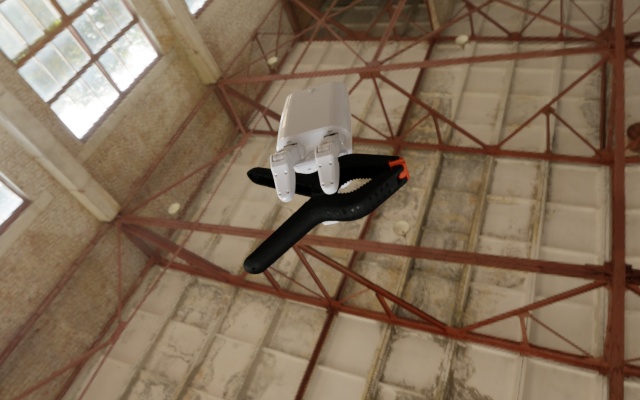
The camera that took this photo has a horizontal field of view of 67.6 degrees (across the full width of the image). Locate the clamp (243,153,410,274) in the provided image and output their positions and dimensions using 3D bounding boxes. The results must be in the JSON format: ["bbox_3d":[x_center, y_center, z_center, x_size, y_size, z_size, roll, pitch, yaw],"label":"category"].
[{"bbox_3d":[0.001,0.002,0.559,0.210,0.164,0.036,-13,-43,16],"label":"clamp"}]
